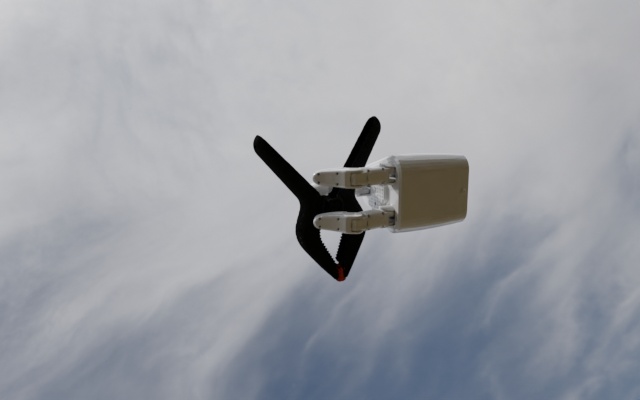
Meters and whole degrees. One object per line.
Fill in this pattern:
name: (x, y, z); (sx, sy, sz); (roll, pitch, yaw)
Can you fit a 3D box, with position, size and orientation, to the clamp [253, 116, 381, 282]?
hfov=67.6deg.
clamp: (0.000, 0.002, 0.603); (0.164, 0.210, 0.036); (-5, 12, -18)
